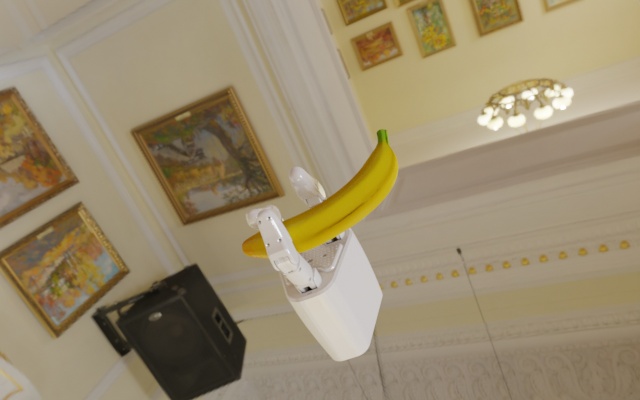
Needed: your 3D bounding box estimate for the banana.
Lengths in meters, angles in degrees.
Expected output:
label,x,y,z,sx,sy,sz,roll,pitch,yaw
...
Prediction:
label,x,y,z,sx,sy,sz,roll,pitch,yaw
banana,0.010,0.007,0.484,0.198,0.037,0.069,-38,34,-4
